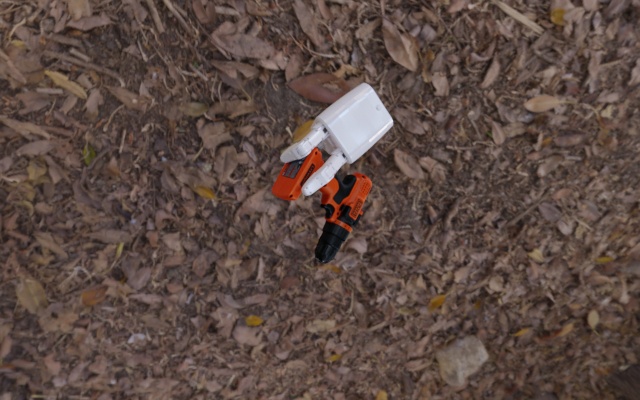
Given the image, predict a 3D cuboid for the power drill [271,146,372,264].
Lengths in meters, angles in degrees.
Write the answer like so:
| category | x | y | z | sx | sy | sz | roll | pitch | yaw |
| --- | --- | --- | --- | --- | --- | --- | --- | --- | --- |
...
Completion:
| category | x | y | z | sx | sy | sz | roll | pitch | yaw |
| --- | --- | --- | --- | --- | --- | --- | --- | --- | --- |
| power drill | 0.000 | 0.002 | 0.850 | 0.057 | 0.184 | 0.188 | 14 | -17 | 44 |
